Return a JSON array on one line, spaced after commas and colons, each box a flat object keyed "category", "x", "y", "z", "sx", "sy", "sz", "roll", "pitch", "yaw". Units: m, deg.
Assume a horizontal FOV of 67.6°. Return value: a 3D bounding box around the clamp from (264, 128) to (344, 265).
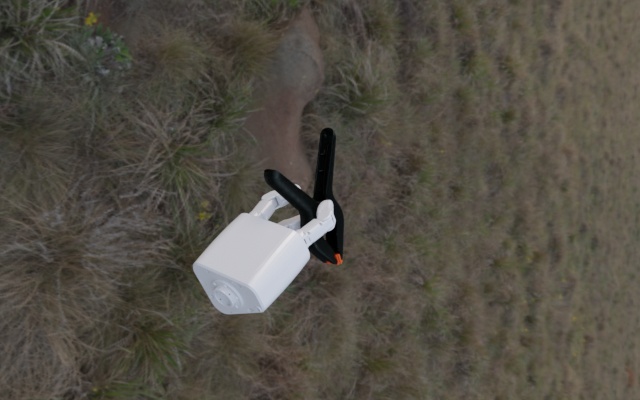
[{"category": "clamp", "x": 0.001, "y": 0.003, "z": 0.730, "sx": 0.036, "sy": 0.210, "sz": 0.164, "roll": 3, "pitch": 37, "yaw": 36}]
